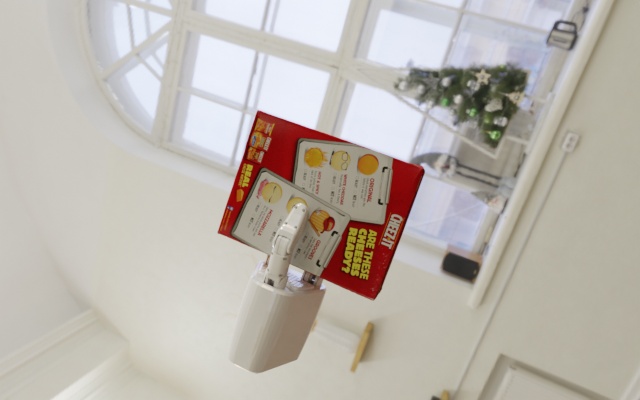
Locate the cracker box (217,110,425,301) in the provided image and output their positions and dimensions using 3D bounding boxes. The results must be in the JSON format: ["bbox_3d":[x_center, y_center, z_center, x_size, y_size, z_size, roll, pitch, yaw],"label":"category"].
[{"bbox_3d":[0.000,0.002,0.590,0.213,0.164,0.072,21,7,14],"label":"cracker box"}]
